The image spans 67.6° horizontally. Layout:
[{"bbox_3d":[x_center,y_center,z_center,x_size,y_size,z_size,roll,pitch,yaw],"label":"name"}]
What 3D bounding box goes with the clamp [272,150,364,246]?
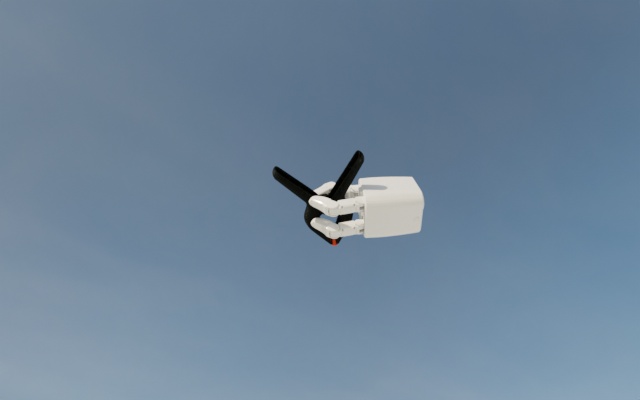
[{"bbox_3d":[0.000,0.003,0.901,0.164,0.210,0.036,-5,39,-1],"label":"clamp"}]
